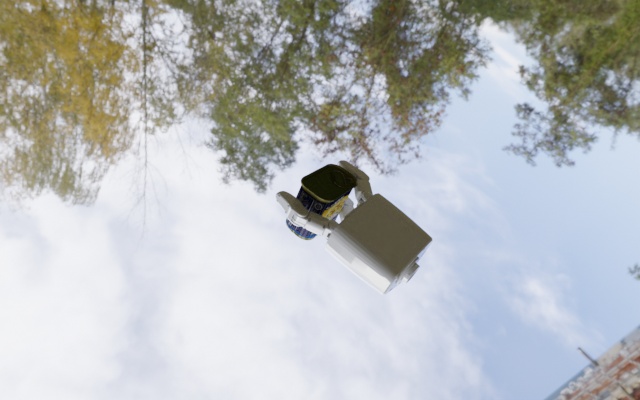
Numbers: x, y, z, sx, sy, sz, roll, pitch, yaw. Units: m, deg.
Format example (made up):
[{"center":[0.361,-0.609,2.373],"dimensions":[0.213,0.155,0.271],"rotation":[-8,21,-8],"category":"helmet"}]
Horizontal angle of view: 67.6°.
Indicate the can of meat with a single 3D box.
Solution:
[{"center":[0.000,0.003,0.719],"dimensions":[0.057,0.084,0.102],"rotation":[37,36,16],"category":"can of meat"}]
